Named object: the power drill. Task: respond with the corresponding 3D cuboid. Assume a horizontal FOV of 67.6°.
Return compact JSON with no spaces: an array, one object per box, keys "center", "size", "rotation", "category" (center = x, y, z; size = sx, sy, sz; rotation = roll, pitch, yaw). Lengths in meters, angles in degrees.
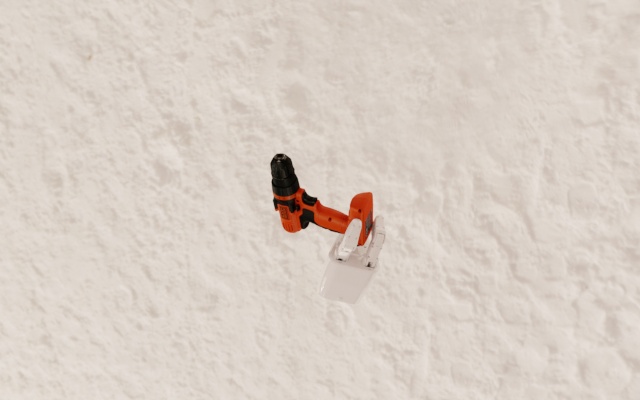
[{"center":[0.001,0.003,0.862],"size":[0.187,0.185,0.057],"rotation":[15,50,22],"category":"power drill"}]
